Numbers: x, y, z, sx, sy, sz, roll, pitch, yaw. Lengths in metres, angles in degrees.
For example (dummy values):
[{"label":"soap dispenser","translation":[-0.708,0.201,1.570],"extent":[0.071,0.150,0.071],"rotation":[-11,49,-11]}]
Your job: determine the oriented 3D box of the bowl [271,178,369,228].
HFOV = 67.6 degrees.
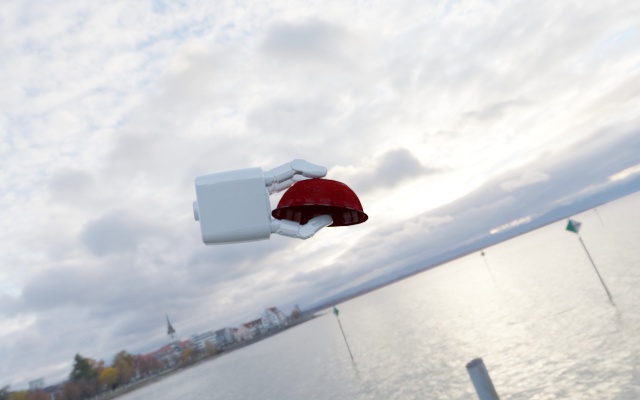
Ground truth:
[{"label":"bowl","translation":[0.001,0.002,0.790],"extent":[0.162,0.055,0.162],"rotation":[3,-15,1]}]
